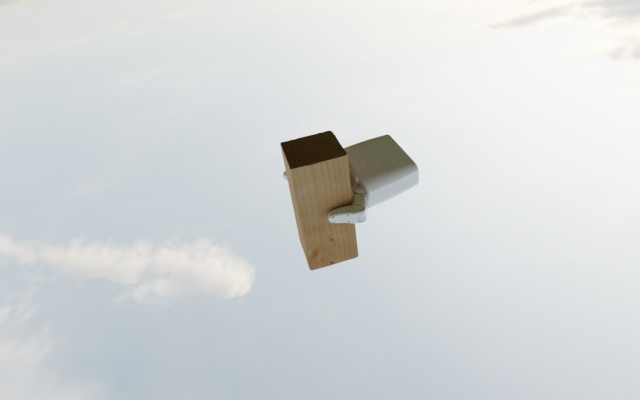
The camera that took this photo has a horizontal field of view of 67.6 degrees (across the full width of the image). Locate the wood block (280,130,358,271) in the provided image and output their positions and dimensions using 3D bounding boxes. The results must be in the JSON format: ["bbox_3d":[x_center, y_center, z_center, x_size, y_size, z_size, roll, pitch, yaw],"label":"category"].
[{"bbox_3d":[0.001,0.003,0.791,0.090,0.206,0.090,-15,36,-8],"label":"wood block"}]
